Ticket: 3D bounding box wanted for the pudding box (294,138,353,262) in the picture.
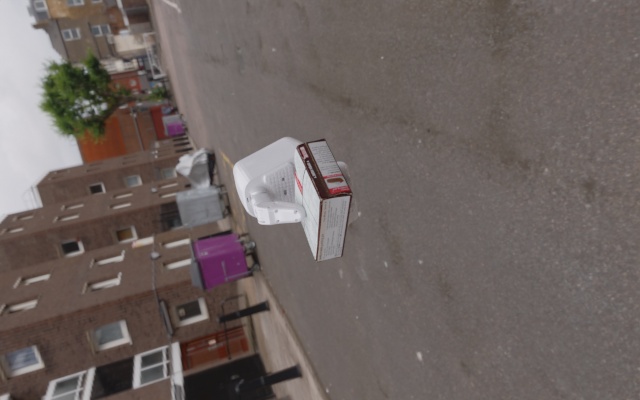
[{"bbox_3d":[0.000,0.002,0.544,0.039,0.090,0.114,-14,-39,-14],"label":"pudding box"}]
